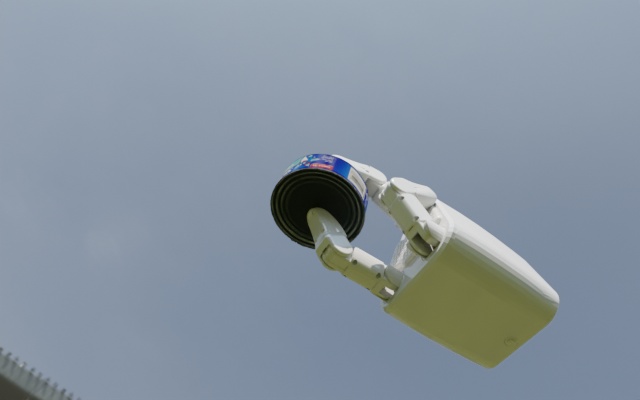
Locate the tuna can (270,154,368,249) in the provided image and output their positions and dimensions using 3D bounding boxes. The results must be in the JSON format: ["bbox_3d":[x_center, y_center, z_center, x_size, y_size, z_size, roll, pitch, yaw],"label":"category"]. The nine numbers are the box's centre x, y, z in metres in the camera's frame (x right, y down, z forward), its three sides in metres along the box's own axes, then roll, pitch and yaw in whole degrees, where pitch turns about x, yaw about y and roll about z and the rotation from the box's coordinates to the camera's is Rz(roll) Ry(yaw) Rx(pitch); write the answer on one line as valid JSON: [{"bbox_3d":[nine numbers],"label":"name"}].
[{"bbox_3d":[0.000,0.001,0.435,0.086,0.086,0.033,0,31,14],"label":"tuna can"}]
